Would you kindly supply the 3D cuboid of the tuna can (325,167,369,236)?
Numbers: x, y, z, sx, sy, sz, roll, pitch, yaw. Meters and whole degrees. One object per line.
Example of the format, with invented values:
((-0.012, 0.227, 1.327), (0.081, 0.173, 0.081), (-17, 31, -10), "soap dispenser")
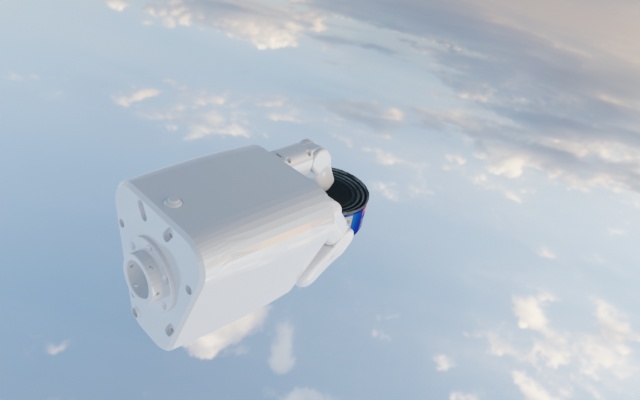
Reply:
((0.000, 0.002, 0.443), (0.086, 0.034, 0.086), (8, 31, -5), "tuna can")
